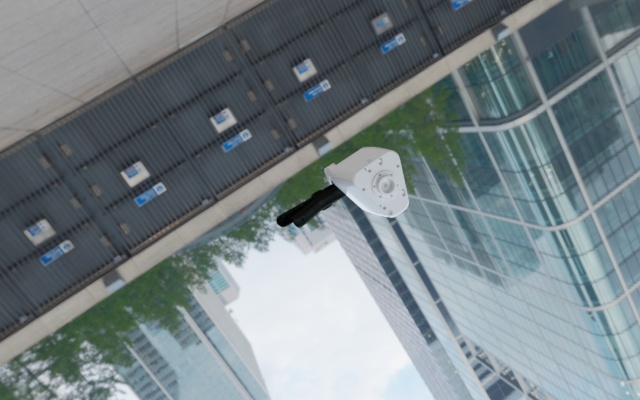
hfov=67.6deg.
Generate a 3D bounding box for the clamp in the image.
[{"bbox_3d":[0.001,0.003,0.887,0.171,0.039,0.120,-34,15,-10],"label":"clamp"}]
